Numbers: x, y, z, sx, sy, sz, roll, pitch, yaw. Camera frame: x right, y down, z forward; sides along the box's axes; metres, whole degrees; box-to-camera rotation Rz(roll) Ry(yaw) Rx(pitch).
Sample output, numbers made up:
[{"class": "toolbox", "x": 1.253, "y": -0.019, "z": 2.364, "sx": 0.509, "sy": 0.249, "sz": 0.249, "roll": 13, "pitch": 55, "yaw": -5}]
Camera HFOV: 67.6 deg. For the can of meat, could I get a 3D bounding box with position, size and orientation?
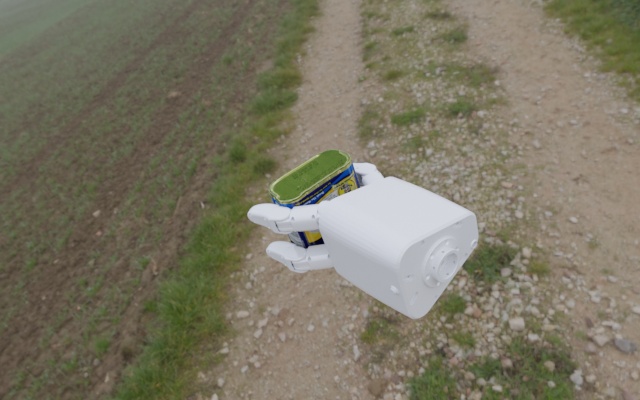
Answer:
[{"class": "can of meat", "x": 0.000, "y": 0.001, "z": 0.542, "sx": 0.102, "sy": 0.084, "sz": 0.057, "roll": -34, "pitch": 38, "yaw": -19}]
